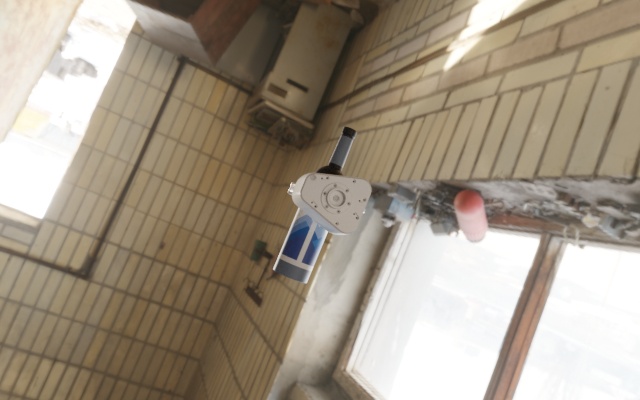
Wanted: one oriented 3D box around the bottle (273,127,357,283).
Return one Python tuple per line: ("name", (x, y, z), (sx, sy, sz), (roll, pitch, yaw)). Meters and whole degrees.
("bottle", (0.000, 0.003, 0.881), (0.069, 0.295, 0.069), (22, -4, 2))
